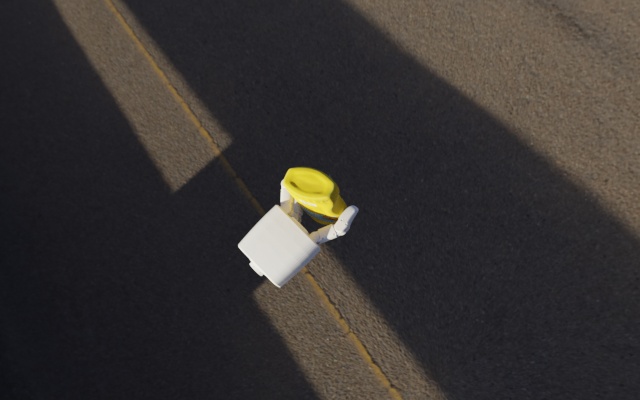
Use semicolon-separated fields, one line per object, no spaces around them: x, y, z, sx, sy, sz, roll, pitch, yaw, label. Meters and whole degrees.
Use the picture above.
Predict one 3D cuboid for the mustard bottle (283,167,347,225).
0.000;0.003;0.899;0.096;0.058;0.192;17;-16;19;mustard bottle
